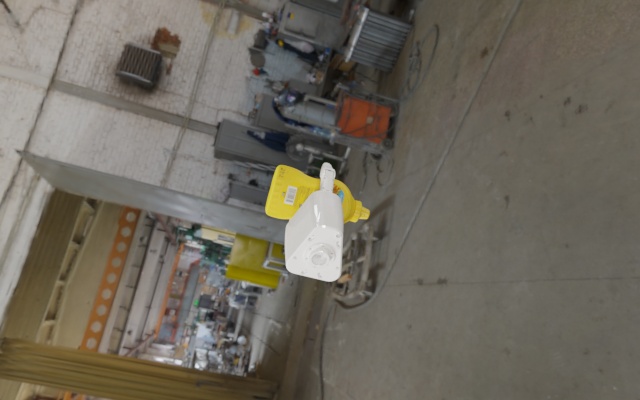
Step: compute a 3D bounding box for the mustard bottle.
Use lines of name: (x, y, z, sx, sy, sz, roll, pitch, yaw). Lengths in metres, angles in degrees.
mustard bottle: (0.000, 0.003, 0.891, 0.191, 0.096, 0.058, 15, 4, -10)
